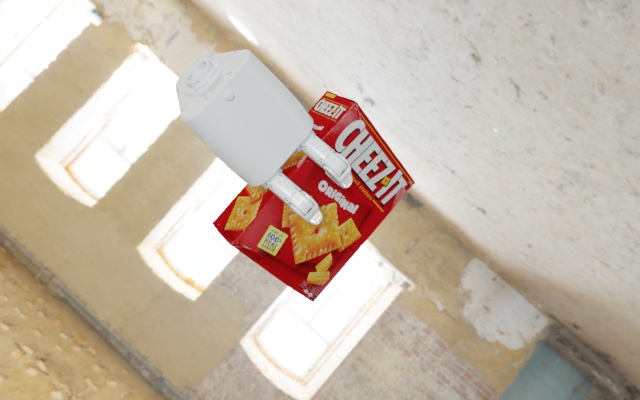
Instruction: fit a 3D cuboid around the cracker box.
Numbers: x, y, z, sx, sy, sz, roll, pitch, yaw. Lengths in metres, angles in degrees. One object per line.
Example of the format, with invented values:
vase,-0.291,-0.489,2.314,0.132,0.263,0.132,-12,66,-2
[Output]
cracker box,0.000,0.002,0.594,0.164,0.213,0.072,45,-6,-40
